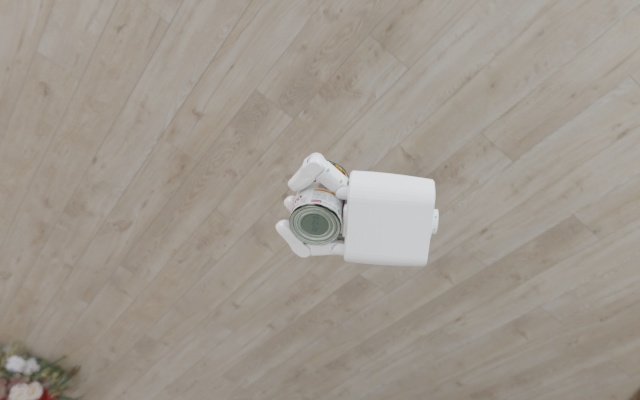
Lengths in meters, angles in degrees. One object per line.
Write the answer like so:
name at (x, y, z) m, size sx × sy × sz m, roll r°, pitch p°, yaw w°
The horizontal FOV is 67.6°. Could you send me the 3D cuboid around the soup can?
soup can at (0.000, 0.002, 0.629) m, size 0.068 × 0.069 × 0.102 m, roll 0°, pitch 37°, yaw 10°
